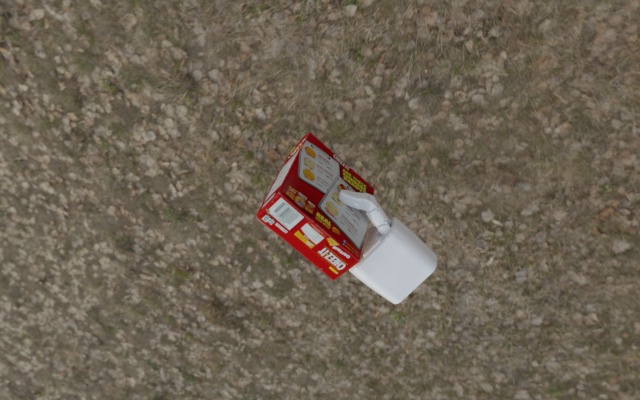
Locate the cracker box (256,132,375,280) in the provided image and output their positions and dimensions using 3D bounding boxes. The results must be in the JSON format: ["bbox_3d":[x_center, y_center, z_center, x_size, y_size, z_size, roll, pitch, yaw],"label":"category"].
[{"bbox_3d":[0.000,0.003,0.793,0.072,0.164,0.213,-41,16,30],"label":"cracker box"}]
